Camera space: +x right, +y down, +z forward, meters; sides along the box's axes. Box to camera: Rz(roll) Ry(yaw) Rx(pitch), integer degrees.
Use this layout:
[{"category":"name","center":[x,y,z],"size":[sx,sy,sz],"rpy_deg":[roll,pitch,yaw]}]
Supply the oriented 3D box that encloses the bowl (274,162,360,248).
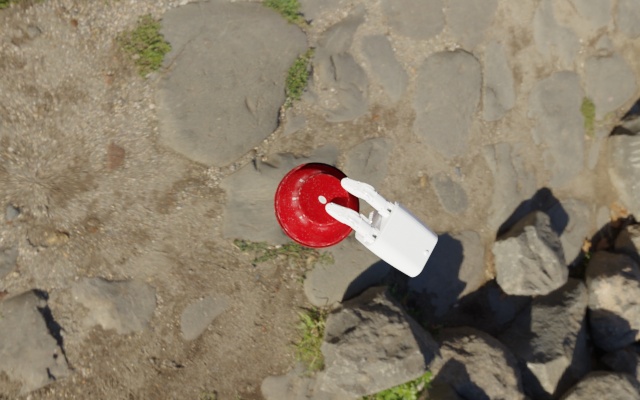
[{"category":"bowl","center":[-0.001,0.002,0.855],"size":[0.162,0.162,0.055],"rpy_deg":[0,-11,-12]}]
